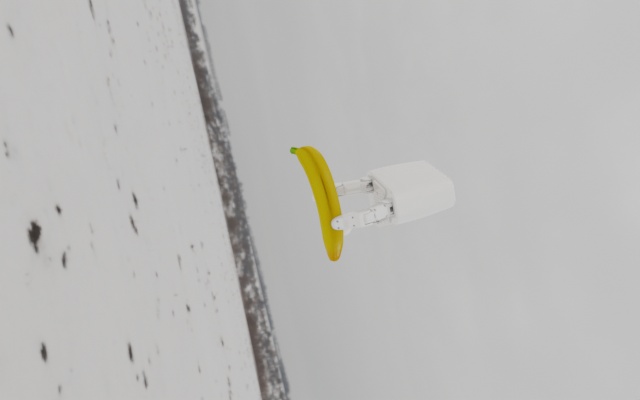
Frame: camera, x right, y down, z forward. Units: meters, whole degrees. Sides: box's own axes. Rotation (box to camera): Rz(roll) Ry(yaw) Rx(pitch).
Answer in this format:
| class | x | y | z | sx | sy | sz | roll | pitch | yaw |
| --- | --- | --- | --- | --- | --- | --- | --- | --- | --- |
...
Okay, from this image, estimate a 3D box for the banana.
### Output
| class | x | y | z | sx | sy | sz | roll | pitch | yaw |
| --- | --- | --- | --- | --- | --- | --- | --- | --- | --- |
| banana | 0.003 | -0.006 | 0.733 | 0.037 | 0.197 | 0.070 | -15 | -12 | -17 |
